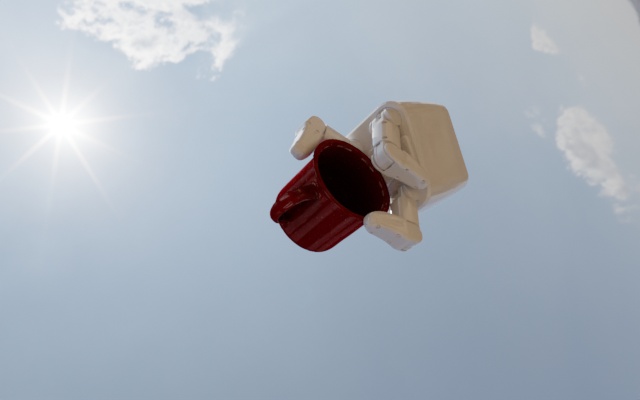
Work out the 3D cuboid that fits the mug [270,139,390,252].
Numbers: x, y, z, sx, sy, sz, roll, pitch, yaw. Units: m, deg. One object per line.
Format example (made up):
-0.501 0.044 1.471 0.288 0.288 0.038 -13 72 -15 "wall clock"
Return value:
-0.001 0.002 0.467 0.117 0.093 0.081 -13 -21 -48 "mug"
